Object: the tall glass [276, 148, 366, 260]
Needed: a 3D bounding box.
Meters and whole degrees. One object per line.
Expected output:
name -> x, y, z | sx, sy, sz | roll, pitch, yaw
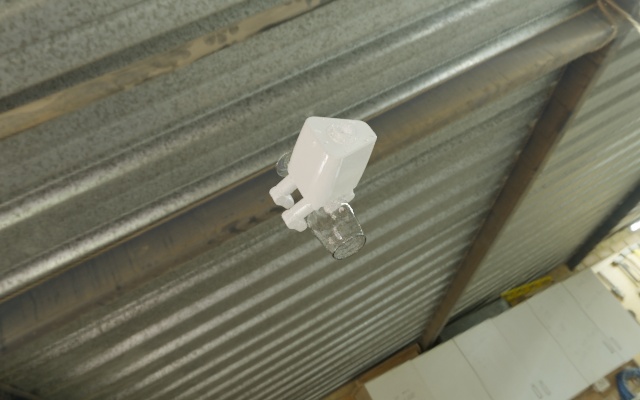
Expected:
tall glass -> 0.000, 0.002, 0.806 | 0.079, 0.201, 0.079 | -24, -31, -15
